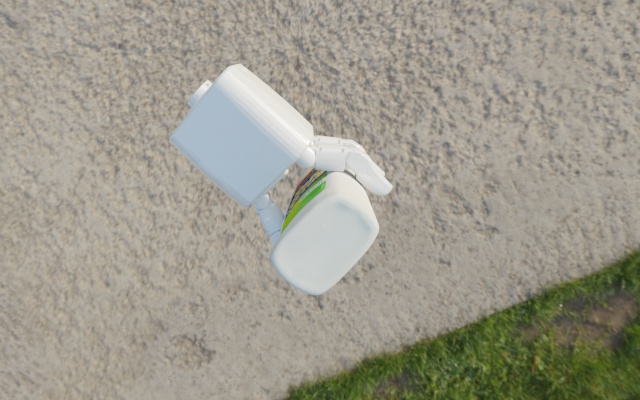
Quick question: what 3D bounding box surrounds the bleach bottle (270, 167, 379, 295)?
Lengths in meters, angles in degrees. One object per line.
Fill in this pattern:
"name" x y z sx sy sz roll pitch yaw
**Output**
"bleach bottle" 0.000 0.002 0.536 0.068 0.102 0.250 41 12 -13
